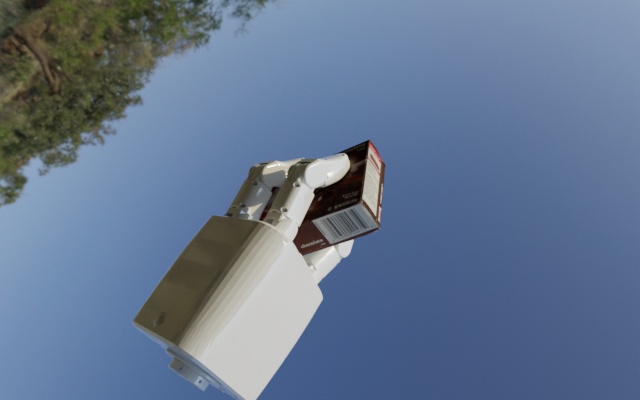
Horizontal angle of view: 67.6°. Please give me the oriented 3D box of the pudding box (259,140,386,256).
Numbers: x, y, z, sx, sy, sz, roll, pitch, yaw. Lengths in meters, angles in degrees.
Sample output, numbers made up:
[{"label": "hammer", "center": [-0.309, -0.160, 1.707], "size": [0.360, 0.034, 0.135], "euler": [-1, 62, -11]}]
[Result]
[{"label": "pudding box", "center": [0.000, 0.002, 0.430], "size": [0.113, 0.039, 0.090], "euler": [-19, 35, 25]}]
